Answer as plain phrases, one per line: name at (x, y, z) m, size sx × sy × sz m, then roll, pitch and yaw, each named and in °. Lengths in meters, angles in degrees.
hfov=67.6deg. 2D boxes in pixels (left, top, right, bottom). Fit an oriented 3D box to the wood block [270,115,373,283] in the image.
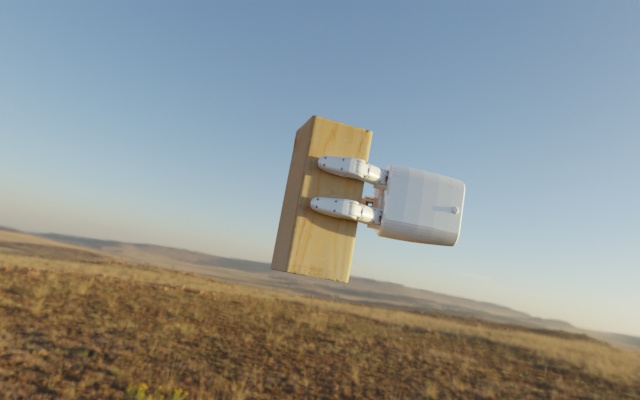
wood block at (0.000, 0.002, 0.660) m, size 0.090 × 0.206 × 0.091 m, roll 13°, pitch -10°, yaw -15°
